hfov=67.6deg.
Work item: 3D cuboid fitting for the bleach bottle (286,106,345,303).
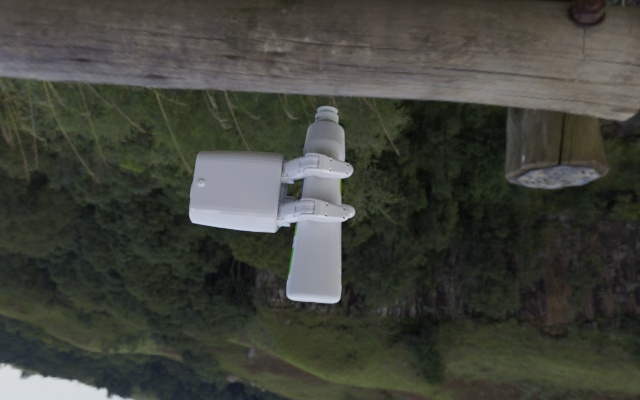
[{"bbox_3d":[0.000,0.002,0.619,0.068,0.250,0.102,4,-15,0],"label":"bleach bottle"}]
